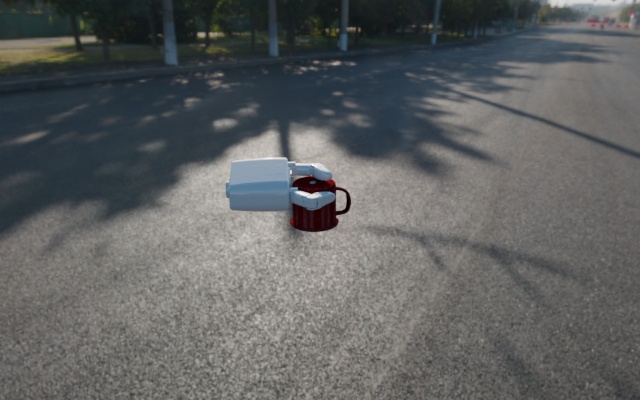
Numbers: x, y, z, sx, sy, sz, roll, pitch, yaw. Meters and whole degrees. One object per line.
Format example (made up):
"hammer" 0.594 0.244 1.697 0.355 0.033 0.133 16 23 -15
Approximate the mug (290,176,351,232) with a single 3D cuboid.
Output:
"mug" 0.002 0.003 0.895 0.117 0.081 0.093 -3 21 -7
